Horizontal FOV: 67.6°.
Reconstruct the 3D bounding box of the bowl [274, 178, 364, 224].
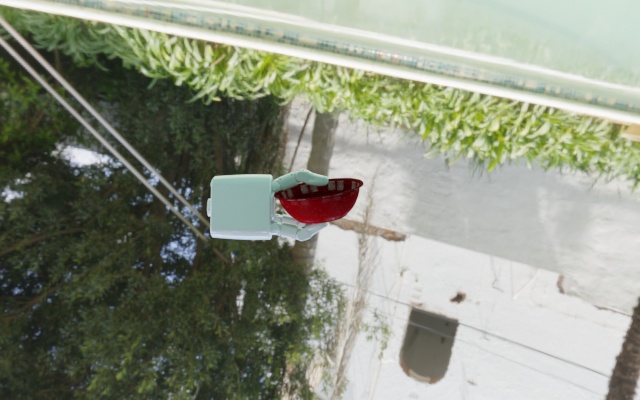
[{"bbox_3d":[0.001,0.003,0.854,0.162,0.055,0.162,-8,12,2],"label":"bowl"}]
